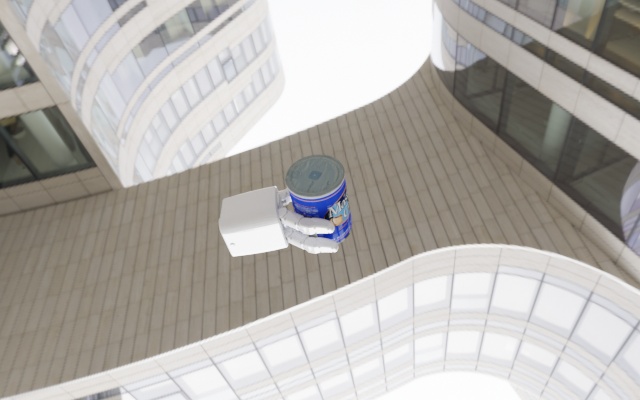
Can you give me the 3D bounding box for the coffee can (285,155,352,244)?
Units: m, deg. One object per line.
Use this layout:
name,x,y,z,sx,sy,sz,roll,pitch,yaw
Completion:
coffee can,0.000,0.003,0.861,0.103,0.102,0.140,0,-42,11
